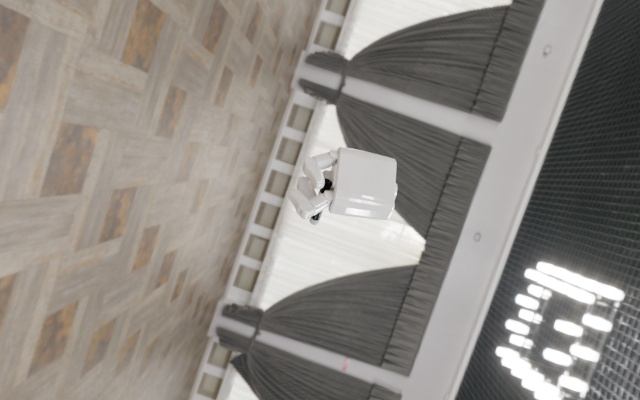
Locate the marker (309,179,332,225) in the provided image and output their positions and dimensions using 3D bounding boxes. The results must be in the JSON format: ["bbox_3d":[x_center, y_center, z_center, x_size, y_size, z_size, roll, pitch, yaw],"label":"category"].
[{"bbox_3d":[0.000,0.003,0.847,0.020,0.020,0.121,0,-37,-14],"label":"marker"}]
